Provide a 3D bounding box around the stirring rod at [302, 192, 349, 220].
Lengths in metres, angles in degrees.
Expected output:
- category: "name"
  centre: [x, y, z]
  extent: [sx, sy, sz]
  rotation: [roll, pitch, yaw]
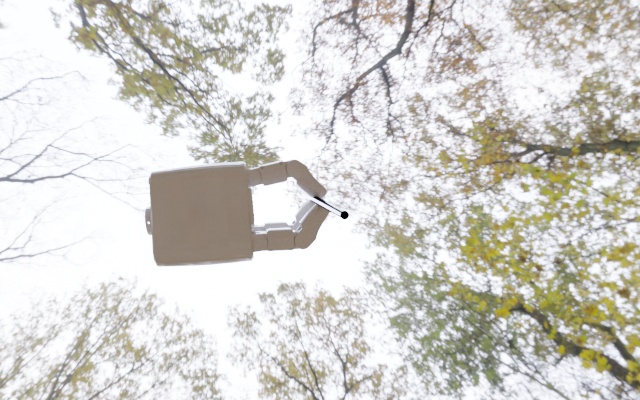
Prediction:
- category: "stirring rod"
  centre: [0.000, 0.002, 0.530]
  extent: [0.011, 0.011, 0.239]
  rotation: [0, 5, -10]
